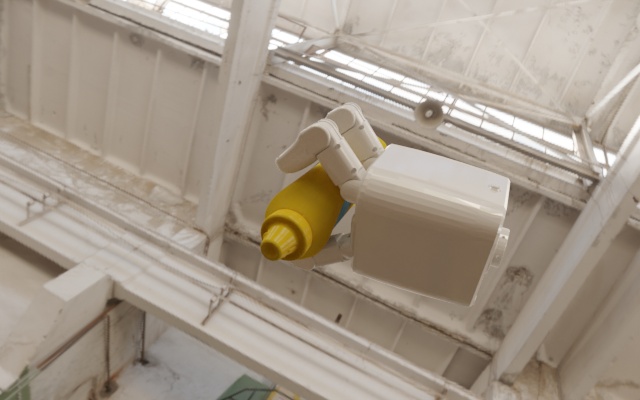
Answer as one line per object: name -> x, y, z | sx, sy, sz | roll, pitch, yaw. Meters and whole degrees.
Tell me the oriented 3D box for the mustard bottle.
mustard bottle -> 0.000, 0.001, 0.434 | 0.058, 0.096, 0.191 | 38, 33, 4
